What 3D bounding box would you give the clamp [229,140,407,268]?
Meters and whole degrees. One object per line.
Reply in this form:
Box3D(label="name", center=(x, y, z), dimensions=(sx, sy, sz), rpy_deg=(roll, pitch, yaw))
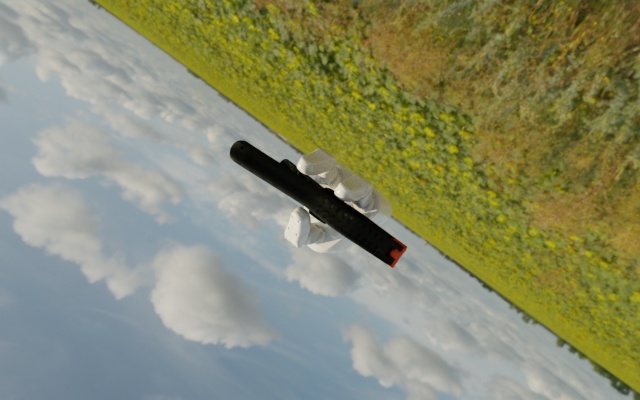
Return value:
Box3D(label="clamp", center=(0.000, 0.003, 0.533), dimensions=(0.210, 0.036, 0.164), rpy_deg=(36, 7, 19))
